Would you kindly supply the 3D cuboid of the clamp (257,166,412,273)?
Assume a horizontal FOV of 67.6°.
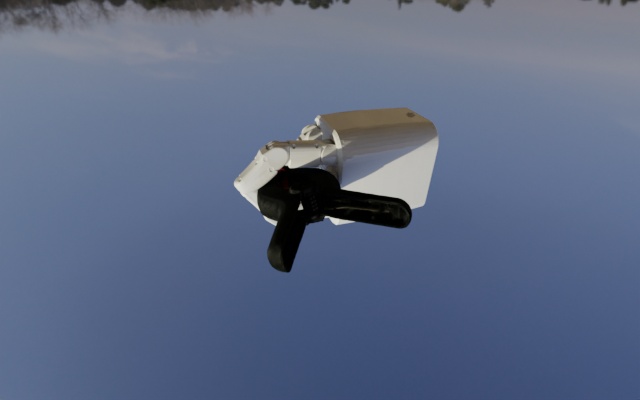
[{"bbox_3d":[0.000,0.002,0.427,0.120,0.039,0.171,-10,27,-12],"label":"clamp"}]
